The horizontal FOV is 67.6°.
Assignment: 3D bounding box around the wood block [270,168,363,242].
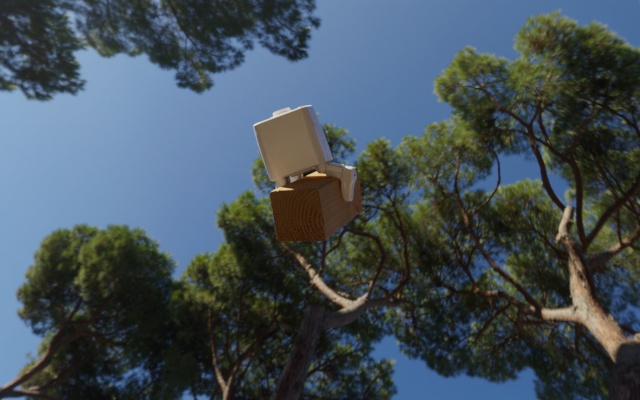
[{"bbox_3d":[0.000,0.002,0.867,0.091,0.090,0.206,-4,12,23],"label":"wood block"}]
